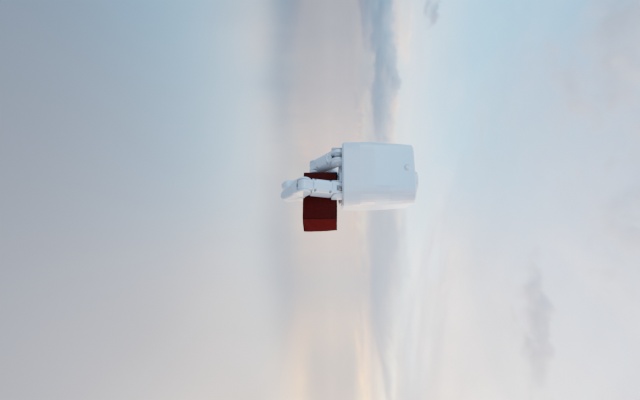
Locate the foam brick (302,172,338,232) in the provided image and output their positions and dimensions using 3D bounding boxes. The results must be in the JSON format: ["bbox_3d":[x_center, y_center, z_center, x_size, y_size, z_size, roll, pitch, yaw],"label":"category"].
[{"bbox_3d":[0.000,0.003,0.717,0.051,0.078,0.053,1,-23,1],"label":"foam brick"}]
